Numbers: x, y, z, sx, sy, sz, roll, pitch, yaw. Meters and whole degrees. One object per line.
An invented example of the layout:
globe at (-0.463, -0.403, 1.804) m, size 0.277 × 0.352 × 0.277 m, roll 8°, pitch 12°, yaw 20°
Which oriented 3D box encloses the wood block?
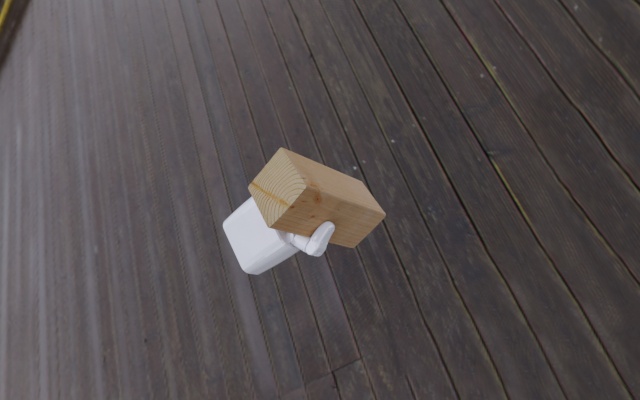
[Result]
wood block at (0.000, 0.003, 0.769) m, size 0.090 × 0.090 × 0.206 m, roll -47°, pitch -37°, yaw 21°
